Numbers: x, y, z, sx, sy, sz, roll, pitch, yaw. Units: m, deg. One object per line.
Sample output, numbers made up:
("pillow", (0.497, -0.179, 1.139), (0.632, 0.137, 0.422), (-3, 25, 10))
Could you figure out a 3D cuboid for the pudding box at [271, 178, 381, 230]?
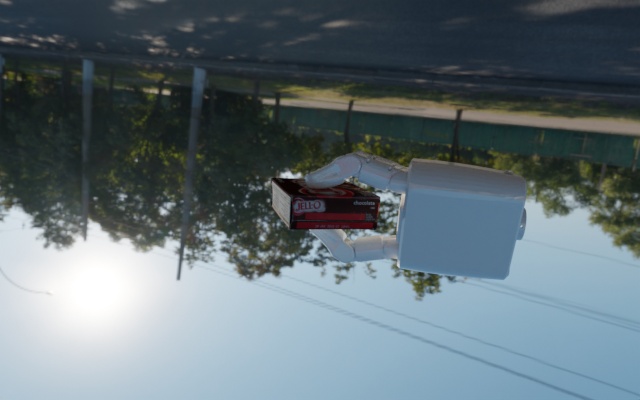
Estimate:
("pudding box", (0.000, 0.002, 0.501), (0.090, 0.039, 0.113), (2, 8, -16))
